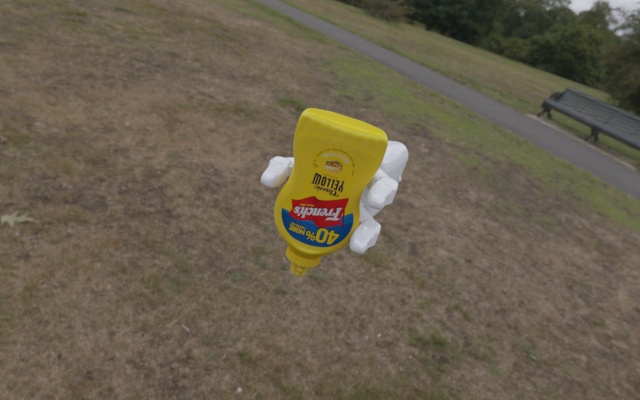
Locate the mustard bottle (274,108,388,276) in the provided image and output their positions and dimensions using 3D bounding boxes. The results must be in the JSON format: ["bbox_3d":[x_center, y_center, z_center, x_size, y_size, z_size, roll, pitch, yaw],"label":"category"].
[{"bbox_3d":[0.000,0.002,0.531,0.096,0.192,0.058,16,24,-4],"label":"mustard bottle"}]
